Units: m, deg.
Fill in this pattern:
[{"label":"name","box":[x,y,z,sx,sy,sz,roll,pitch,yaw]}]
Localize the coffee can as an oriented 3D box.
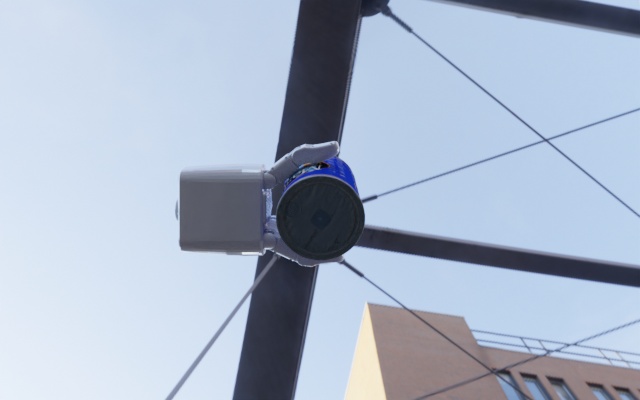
[{"label":"coffee can","box":[0.000,0.002,0.612,0.103,0.103,0.140,0,17,0]}]
